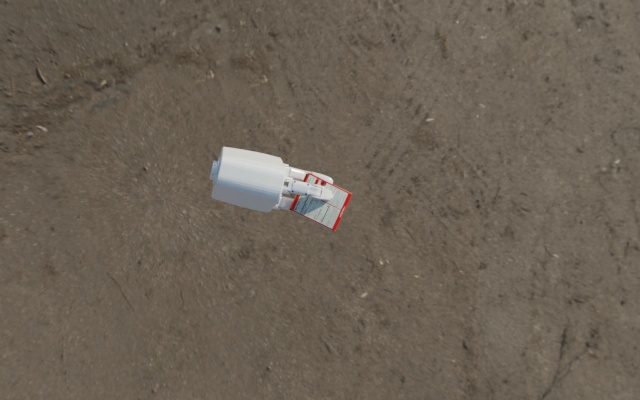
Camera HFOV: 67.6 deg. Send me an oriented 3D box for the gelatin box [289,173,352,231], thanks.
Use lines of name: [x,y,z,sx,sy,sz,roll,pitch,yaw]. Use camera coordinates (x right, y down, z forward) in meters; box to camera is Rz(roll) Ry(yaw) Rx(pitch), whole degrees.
gelatin box: [0.001,0.003,0.838,0.089,0.073,0.030,26,-6,-9]
